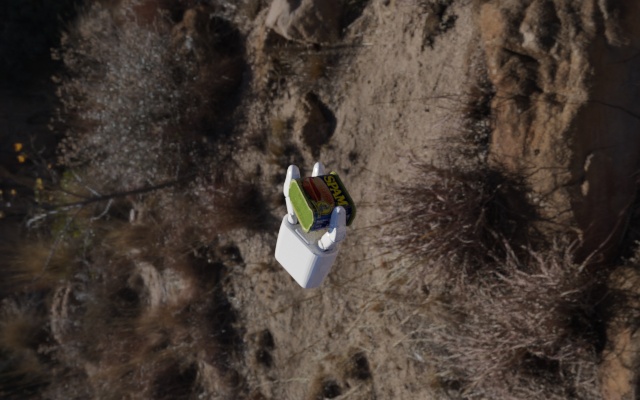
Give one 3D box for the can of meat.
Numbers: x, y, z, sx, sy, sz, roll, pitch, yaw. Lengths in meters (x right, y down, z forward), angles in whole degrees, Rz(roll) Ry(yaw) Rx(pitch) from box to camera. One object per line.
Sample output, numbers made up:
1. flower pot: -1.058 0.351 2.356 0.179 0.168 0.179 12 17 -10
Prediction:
1. can of meat: 0.000 0.003 0.828 0.084 0.102 0.057 -9 -36 -28
